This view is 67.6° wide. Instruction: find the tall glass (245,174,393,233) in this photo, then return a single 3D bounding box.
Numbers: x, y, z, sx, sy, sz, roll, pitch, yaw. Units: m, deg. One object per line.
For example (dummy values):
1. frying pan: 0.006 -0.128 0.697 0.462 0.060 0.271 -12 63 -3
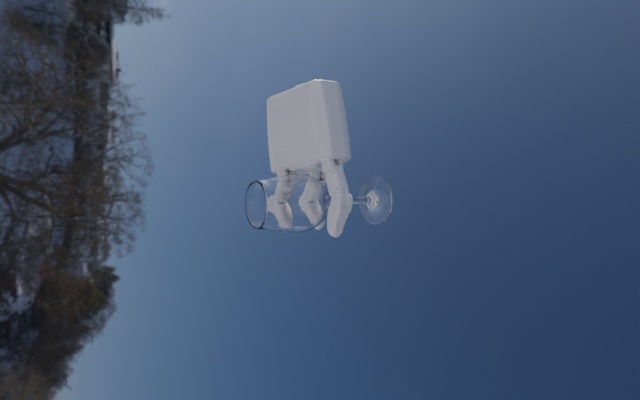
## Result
1. tall glass: 0.001 0.002 0.657 0.201 0.079 0.079 -3 1 -34
